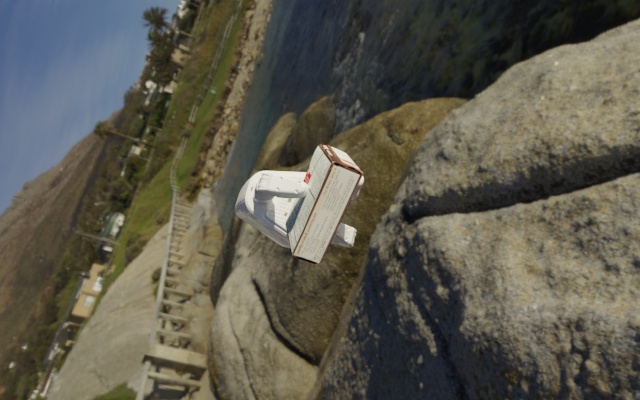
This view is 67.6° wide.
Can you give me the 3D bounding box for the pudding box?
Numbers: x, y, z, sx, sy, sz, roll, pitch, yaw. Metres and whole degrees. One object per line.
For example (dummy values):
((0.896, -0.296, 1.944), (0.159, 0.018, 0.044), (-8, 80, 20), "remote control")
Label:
((0.000, 0.002, 0.528), (0.039, 0.113, 0.090), (18, 15, -16), "pudding box")
